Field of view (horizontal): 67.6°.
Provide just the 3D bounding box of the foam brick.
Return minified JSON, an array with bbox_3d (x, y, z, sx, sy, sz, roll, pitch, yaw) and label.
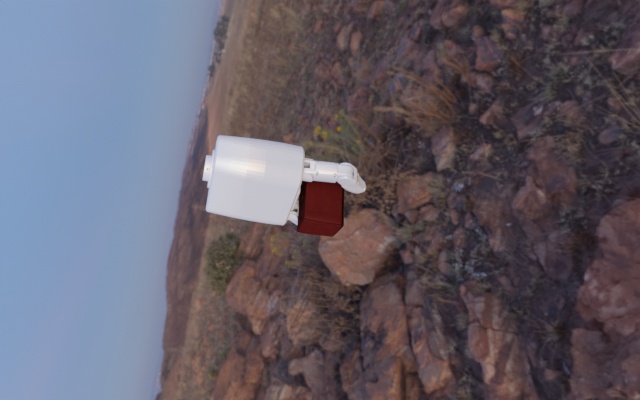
[{"bbox_3d":[0.000,0.002,0.624,0.051,0.078,0.053,8,-24,-12],"label":"foam brick"}]
